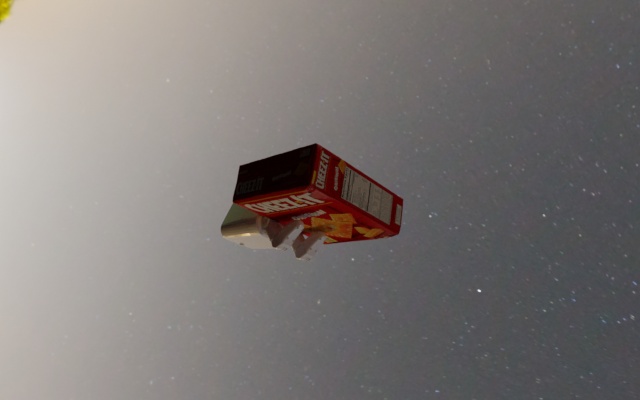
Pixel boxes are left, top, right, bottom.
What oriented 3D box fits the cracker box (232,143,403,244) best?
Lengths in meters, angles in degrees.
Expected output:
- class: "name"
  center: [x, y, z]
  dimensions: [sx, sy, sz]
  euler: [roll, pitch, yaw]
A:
- class: "cracker box"
  center: [0.000, 0.002, 0.736]
  dimensions: [0.164, 0.072, 0.214]
  euler: [-11, -28, 41]
